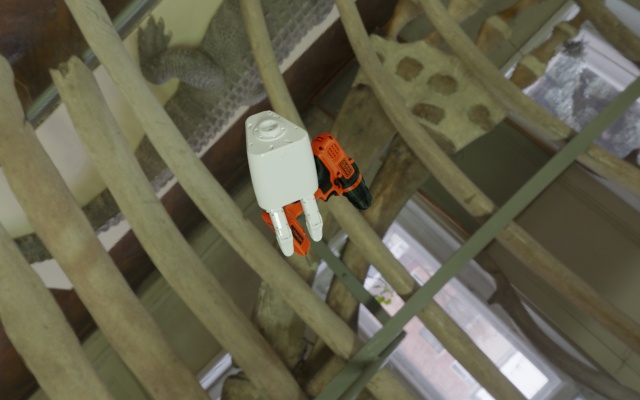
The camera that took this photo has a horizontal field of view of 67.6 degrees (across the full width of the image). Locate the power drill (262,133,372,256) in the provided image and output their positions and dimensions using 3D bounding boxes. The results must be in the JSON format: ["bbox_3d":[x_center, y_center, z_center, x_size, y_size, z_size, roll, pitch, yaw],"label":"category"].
[{"bbox_3d":[0.000,0.003,0.841,0.057,0.187,0.184,19,-25,50],"label":"power drill"}]
